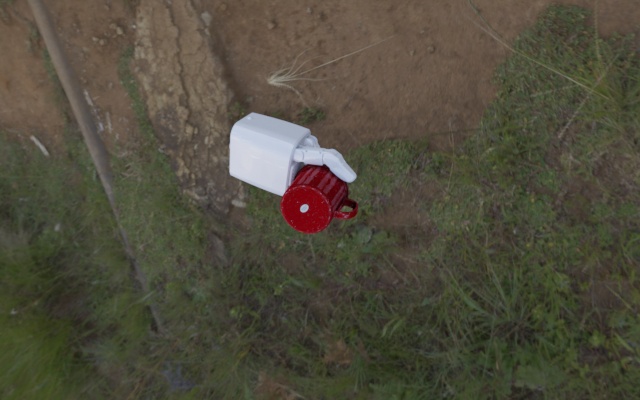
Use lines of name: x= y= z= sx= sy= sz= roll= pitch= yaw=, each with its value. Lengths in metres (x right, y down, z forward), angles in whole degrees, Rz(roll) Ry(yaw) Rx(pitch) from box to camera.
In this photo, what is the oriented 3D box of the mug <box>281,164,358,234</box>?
mug: x=0.001 y=0.003 z=0.730 sx=0.117 sy=0.093 sz=0.081 roll=19 pitch=28 yaw=9
